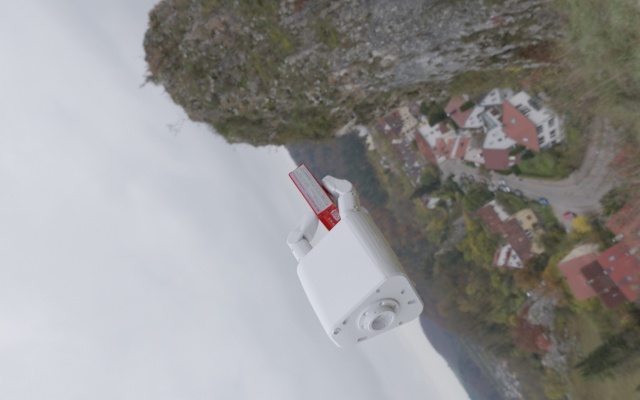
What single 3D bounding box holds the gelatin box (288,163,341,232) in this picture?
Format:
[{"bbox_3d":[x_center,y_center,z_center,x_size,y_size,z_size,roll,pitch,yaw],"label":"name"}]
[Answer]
[{"bbox_3d":[0.000,0.002,0.640,0.030,0.089,0.073,-36,-36,-1],"label":"gelatin box"}]
